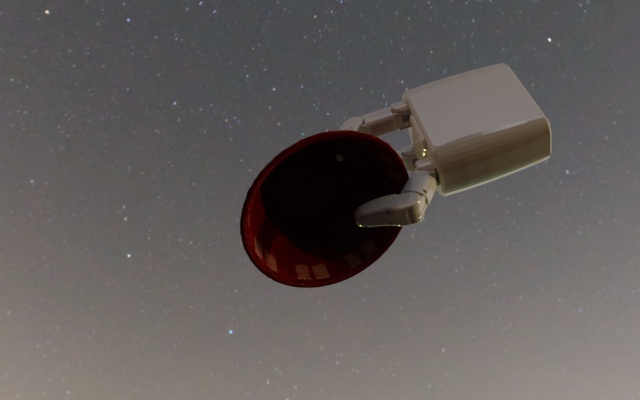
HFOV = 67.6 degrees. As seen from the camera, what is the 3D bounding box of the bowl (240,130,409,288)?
[{"bbox_3d":[-0.001,0.002,0.444,0.162,0.162,0.055,0,29,-24],"label":"bowl"}]
